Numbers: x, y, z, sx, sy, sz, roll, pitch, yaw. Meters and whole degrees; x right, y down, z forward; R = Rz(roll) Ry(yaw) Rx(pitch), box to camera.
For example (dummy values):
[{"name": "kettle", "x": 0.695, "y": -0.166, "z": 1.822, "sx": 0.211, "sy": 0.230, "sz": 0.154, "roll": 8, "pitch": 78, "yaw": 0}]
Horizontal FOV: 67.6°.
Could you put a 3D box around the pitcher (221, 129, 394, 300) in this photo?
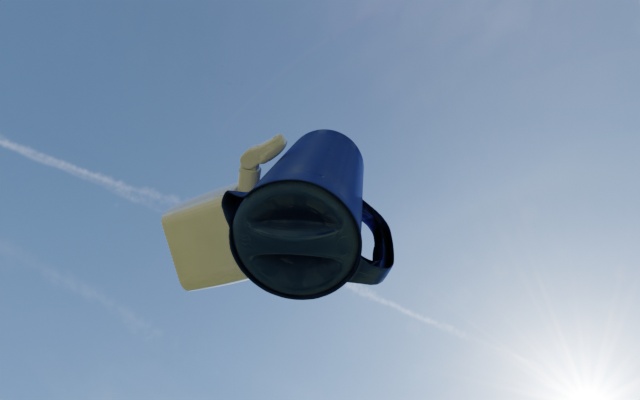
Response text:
[{"name": "pitcher", "x": 0.000, "y": 0.002, "z": 0.567, "sx": 0.145, "sy": 0.149, "sz": 0.242, "roll": -16, "pitch": 20, "yaw": 16}]
